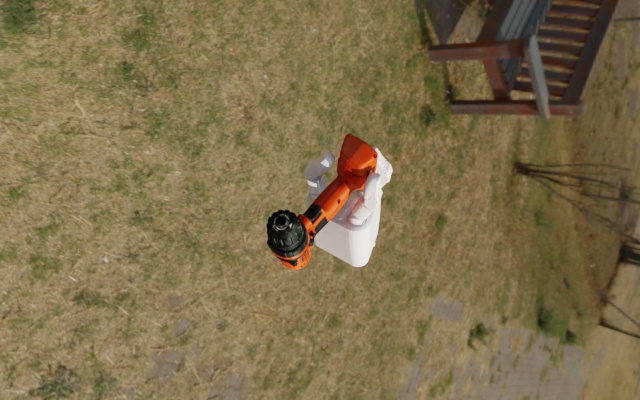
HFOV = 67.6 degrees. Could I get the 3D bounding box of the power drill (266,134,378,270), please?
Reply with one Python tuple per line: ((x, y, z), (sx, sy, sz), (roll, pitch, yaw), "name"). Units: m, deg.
((0.000, 0.002, 0.638), (0.057, 0.187, 0.184), (38, -14, 11), "power drill")
